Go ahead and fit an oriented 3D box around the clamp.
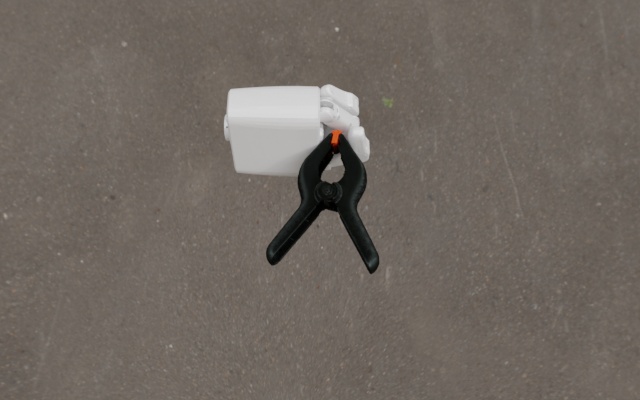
[{"bbox_3d":[0.000,0.001,0.533,0.120,0.171,0.039,-2,-28,1],"label":"clamp"}]
